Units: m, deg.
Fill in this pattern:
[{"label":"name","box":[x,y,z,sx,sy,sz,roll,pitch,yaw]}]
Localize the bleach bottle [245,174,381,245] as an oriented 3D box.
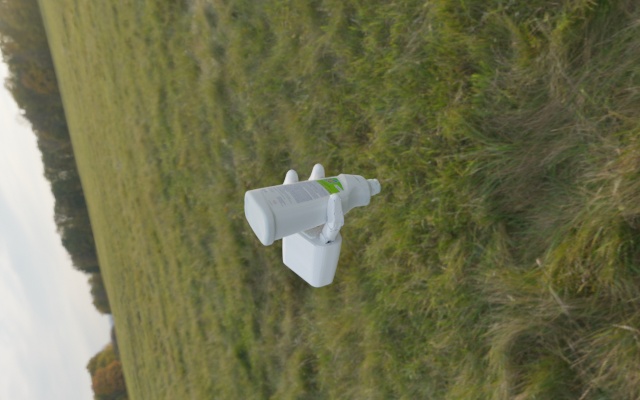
[{"label":"bleach bottle","box":[0.000,0.003,0.842,0.251,0.068,0.102,-13,39,-26]}]
